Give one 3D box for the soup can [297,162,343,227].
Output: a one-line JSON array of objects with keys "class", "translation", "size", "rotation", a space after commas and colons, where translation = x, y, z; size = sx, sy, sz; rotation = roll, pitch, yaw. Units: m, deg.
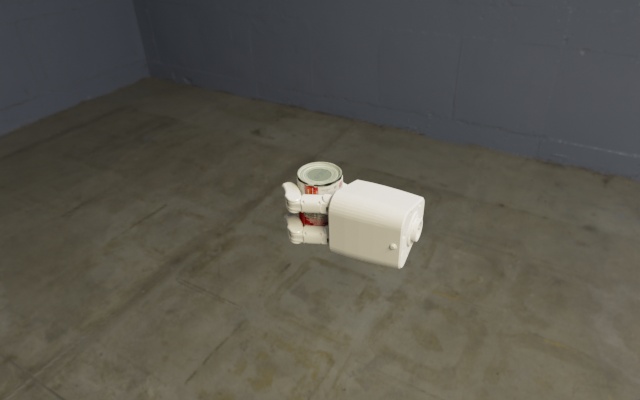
[{"class": "soup can", "translation": [0.000, 0.002, 0.713], "size": [0.068, 0.102, 0.068], "rotation": [-1, 34, 1]}]
